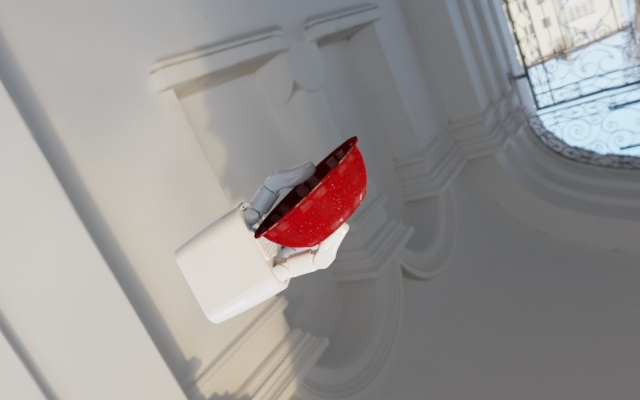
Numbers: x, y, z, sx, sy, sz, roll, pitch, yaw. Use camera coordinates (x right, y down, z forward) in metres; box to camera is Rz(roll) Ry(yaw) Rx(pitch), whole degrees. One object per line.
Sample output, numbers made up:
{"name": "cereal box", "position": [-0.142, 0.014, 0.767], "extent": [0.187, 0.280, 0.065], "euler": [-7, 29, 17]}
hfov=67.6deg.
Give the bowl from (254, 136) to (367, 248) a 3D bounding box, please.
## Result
{"name": "bowl", "position": [0.001, 0.001, 0.540], "extent": [0.162, 0.055, 0.162], "euler": [-44, 8, 8]}
